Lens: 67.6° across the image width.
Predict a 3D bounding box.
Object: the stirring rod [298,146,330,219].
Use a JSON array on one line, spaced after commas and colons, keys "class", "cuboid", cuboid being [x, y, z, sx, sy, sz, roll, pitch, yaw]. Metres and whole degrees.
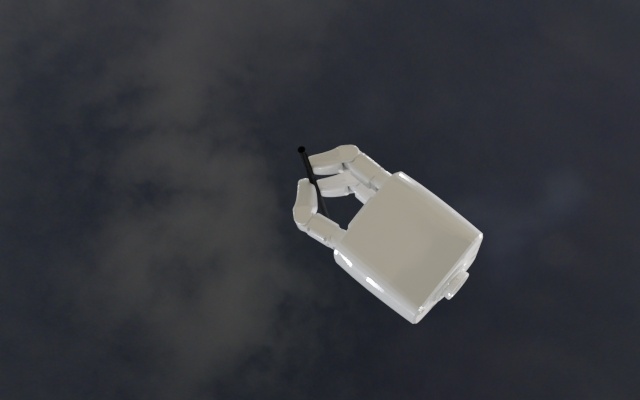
[{"class": "stirring rod", "cuboid": [0.000, 0.002, 0.584, 0.011, 0.011, 0.240, 0, -26, 10]}]
